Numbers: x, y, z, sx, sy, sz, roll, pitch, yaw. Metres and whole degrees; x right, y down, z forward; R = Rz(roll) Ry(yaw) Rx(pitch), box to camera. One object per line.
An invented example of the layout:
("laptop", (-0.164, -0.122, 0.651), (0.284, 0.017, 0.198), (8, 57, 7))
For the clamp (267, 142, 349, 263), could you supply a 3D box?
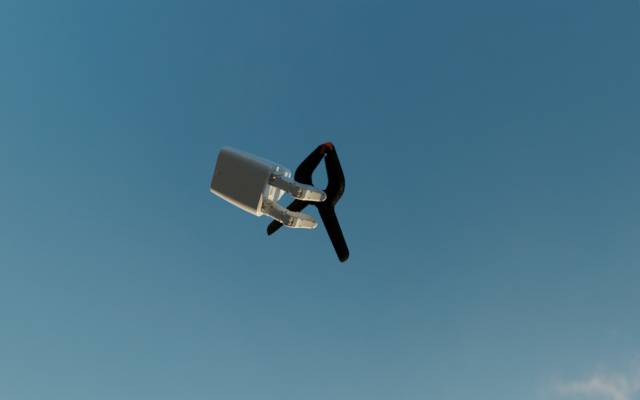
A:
("clamp", (0.000, 0.002, 0.849), (0.164, 0.210, 0.036), (24, 22, 14))
